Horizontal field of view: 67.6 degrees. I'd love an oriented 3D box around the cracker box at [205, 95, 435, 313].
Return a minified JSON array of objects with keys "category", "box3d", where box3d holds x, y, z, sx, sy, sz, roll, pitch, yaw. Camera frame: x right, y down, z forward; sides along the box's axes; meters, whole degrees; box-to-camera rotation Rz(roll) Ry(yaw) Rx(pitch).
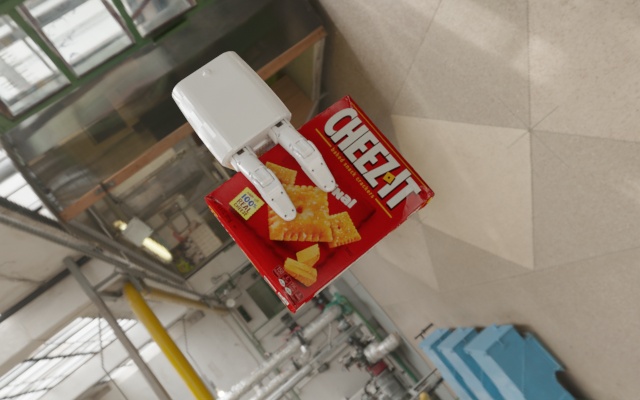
[{"category":"cracker box","box3d":[0.000,0.002,0.567,0.213,0.164,0.072,-38,-9,-12]}]
